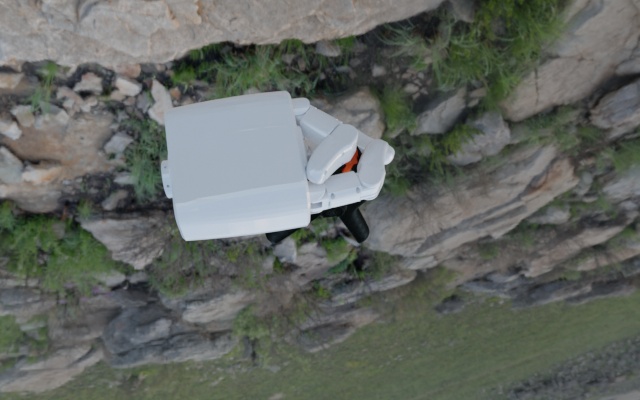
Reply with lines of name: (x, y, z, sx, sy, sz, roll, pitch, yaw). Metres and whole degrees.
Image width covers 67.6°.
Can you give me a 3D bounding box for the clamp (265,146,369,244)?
clamp: (0.000, 0.002, 0.495, 0.120, 0.039, 0.172, -9, -34, -8)
